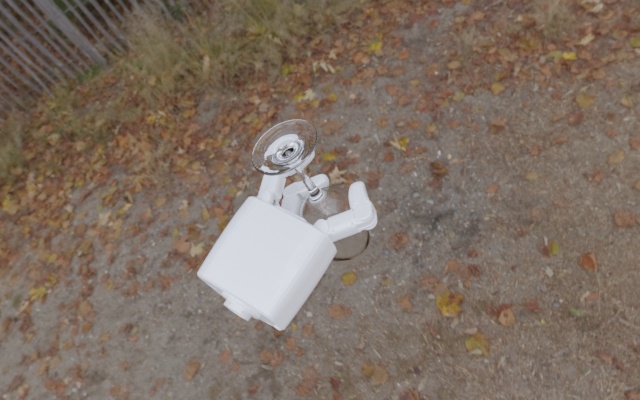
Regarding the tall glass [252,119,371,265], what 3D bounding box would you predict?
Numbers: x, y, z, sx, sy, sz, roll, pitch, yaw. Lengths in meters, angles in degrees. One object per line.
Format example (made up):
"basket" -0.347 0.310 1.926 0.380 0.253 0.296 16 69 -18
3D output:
"tall glass" 0.000 0.001 0.559 0.079 0.079 0.201 0 -35 28
